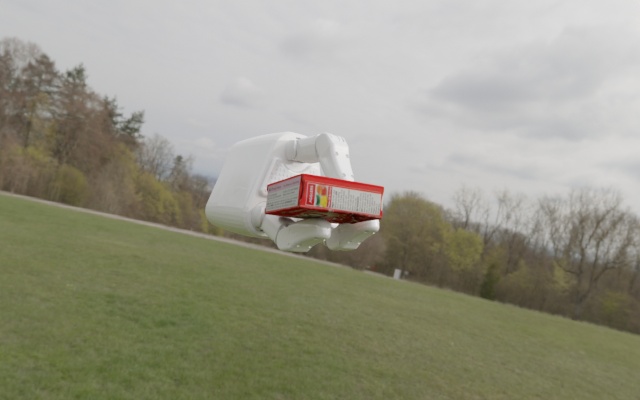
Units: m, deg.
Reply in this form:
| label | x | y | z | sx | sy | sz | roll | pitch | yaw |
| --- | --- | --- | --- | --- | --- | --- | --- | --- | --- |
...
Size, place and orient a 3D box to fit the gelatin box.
| label | x | y | z | sx | sy | sz | roll | pitch | yaw |
| --- | --- | --- | --- | --- | --- | --- | --- | --- | --- |
| gelatin box | 0.000 | 0.001 | 0.406 | 0.073 | 0.030 | 0.089 | 9 | -9 | -24 |
